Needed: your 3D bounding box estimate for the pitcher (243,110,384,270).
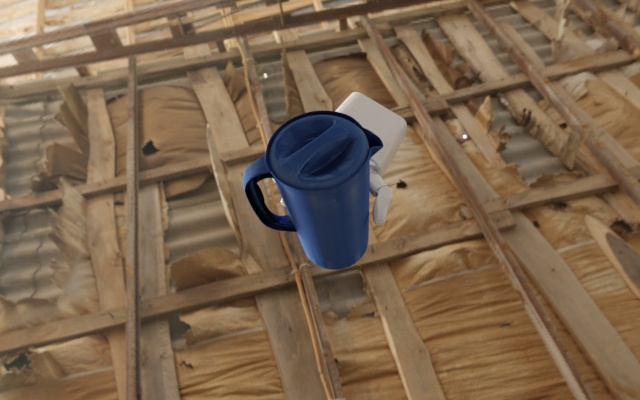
[{"bbox_3d":[0.000,0.002,0.688,0.149,0.145,0.243,23,-29,23],"label":"pitcher"}]
